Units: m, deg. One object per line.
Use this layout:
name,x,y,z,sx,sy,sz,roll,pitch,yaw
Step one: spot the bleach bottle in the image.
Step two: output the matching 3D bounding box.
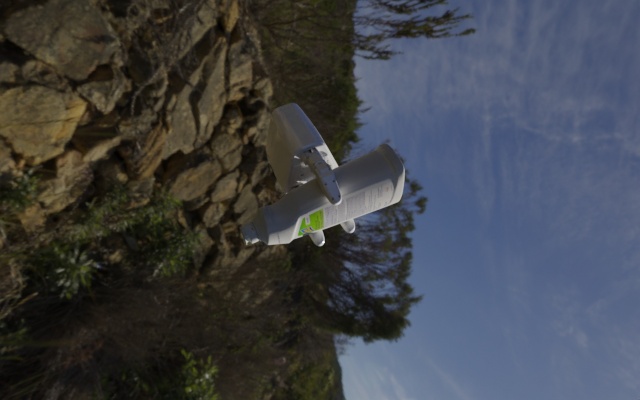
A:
bleach bottle,0.000,0.002,0.719,0.251,0.068,0.103,-21,-35,-11
